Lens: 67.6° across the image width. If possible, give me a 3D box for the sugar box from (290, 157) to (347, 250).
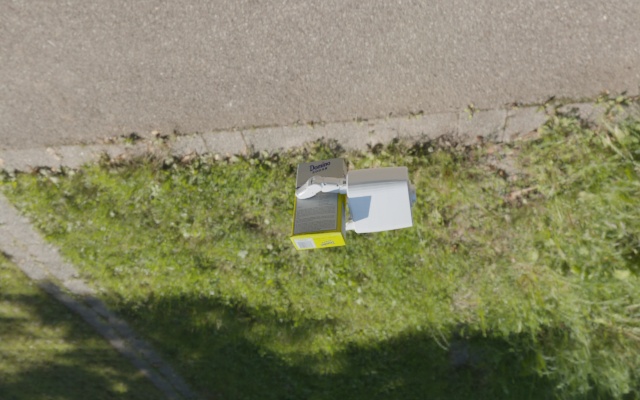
[{"bbox_3d":[0.000,0.003,0.880,0.093,0.176,0.048,-6,-41,14],"label":"sugar box"}]
